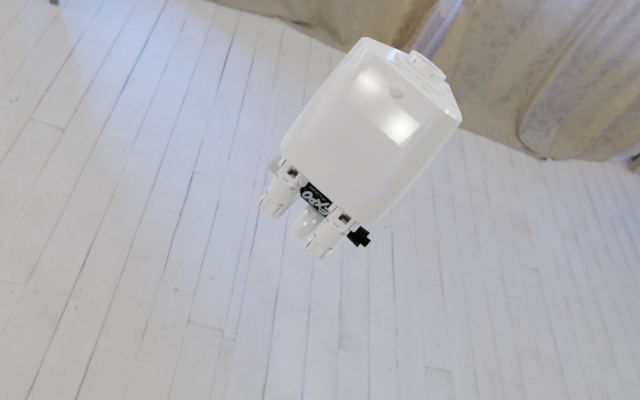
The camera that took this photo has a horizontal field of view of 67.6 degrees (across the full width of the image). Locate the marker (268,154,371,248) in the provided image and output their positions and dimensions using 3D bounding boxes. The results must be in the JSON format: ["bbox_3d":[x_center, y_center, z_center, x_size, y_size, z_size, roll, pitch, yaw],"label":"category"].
[{"bbox_3d":[0.000,0.002,0.457,0.121,0.020,0.020,41,4,5],"label":"marker"}]
